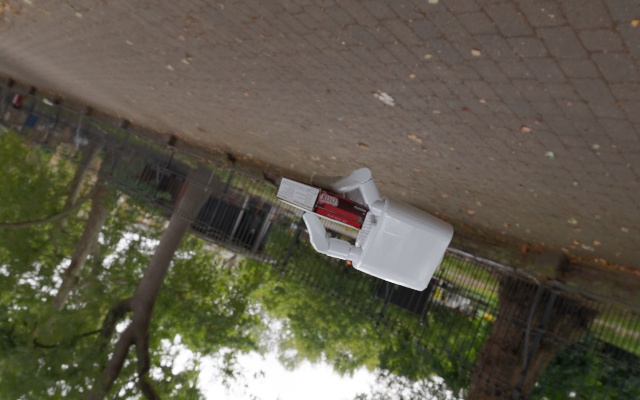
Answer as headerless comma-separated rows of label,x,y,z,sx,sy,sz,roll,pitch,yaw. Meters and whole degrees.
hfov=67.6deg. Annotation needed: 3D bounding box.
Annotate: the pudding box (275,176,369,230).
pudding box,0.000,0.002,0.679,0.090,0.039,0.113,23,-3,-34
